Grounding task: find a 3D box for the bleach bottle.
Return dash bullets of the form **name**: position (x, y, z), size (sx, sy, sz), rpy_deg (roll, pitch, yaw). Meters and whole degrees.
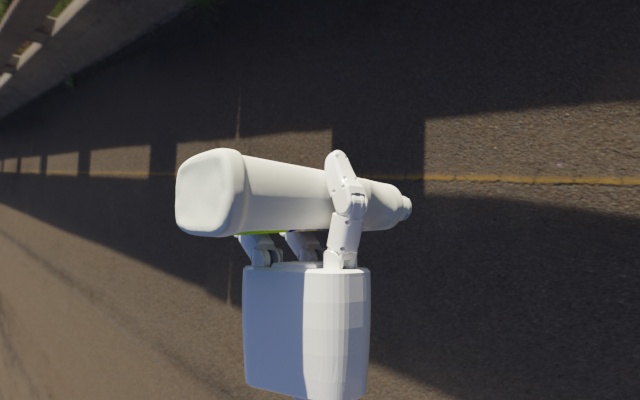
- **bleach bottle**: position (0.000, 0.001, 0.454), size (0.251, 0.068, 0.102), rpy_deg (4, -5, -39)
